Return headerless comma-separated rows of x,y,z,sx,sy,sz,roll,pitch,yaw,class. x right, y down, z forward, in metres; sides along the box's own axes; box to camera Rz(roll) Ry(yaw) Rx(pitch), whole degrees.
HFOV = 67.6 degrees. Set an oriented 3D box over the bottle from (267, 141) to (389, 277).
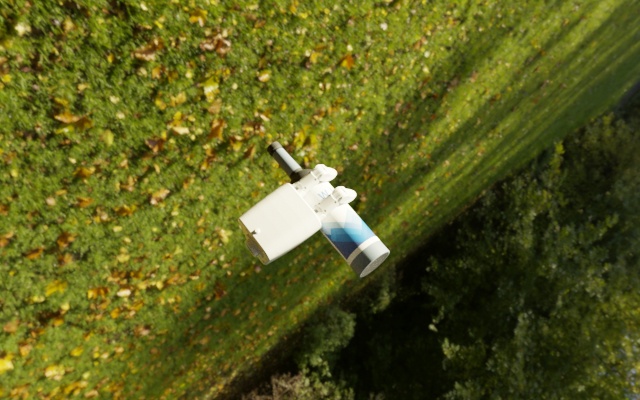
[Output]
0.000,0.003,0.848,0.069,0.295,0.069,-35,-21,-16,bottle
